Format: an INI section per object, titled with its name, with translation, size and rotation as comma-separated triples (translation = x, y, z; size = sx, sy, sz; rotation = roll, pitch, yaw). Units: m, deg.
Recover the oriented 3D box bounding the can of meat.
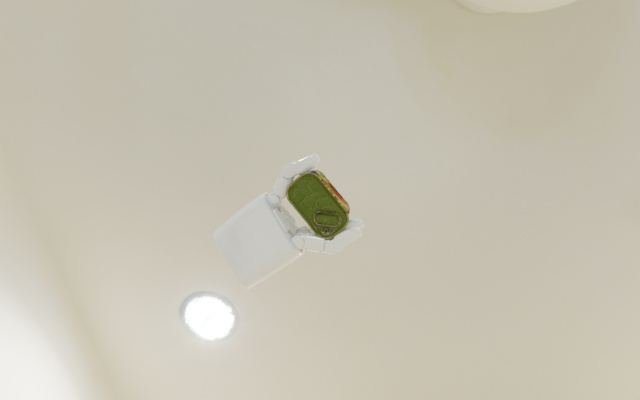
[can of meat]
translation = 0.000, 0.002, 0.737
size = 0.057, 0.102, 0.084
rotation = -39, 2, 11
